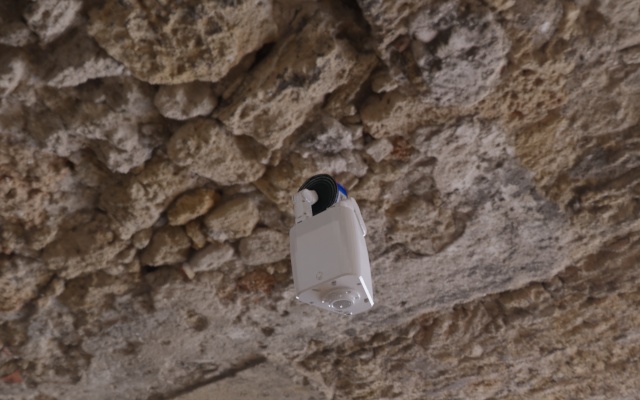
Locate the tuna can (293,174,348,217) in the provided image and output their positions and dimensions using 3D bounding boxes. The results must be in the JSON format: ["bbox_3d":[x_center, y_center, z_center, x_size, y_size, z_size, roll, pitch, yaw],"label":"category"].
[{"bbox_3d":[0.000,0.003,0.758,0.086,0.086,0.034,0,-26,40],"label":"tuna can"}]
